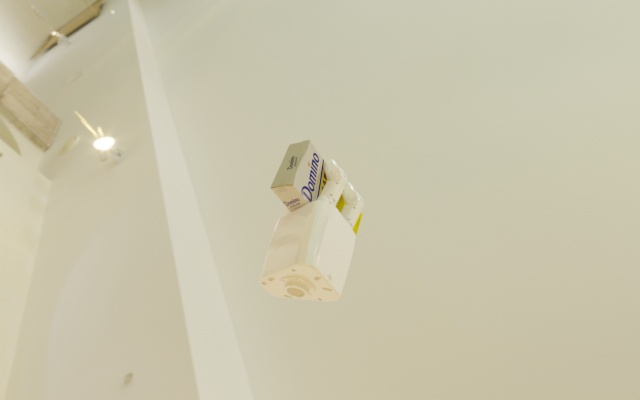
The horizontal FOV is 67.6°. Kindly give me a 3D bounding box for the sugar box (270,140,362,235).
[{"bbox_3d":[0.001,0.003,0.734,0.048,0.093,0.176,-8,-44,31],"label":"sugar box"}]
